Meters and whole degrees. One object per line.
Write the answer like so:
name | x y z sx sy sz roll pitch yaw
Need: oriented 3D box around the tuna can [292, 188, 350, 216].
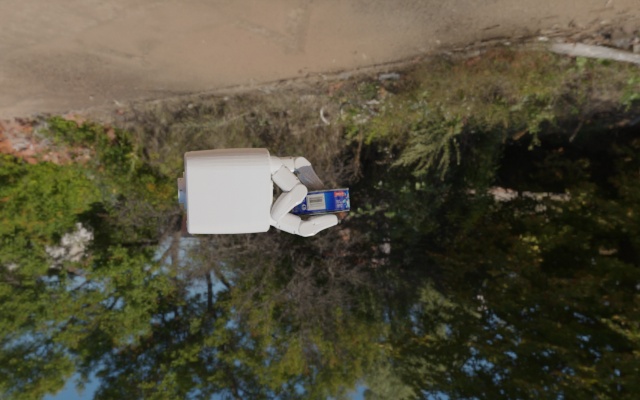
tuna can | 0.000 0.003 0.700 0.086 0.034 0.086 -6 -1 0
